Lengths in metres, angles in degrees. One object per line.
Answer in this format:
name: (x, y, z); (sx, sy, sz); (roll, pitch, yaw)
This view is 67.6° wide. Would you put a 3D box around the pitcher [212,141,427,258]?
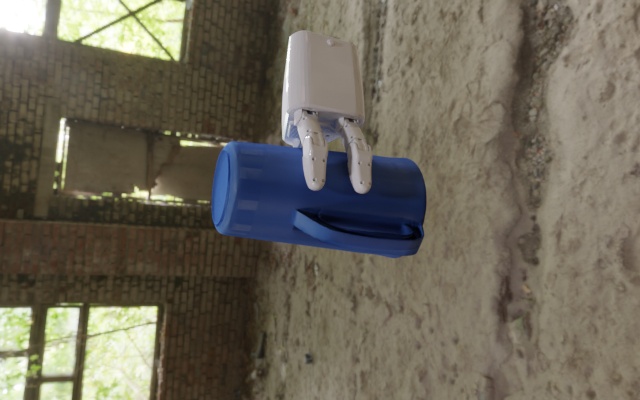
pitcher: (0.000, 0.002, 0.578); (0.243, 0.145, 0.149); (6, -18, -23)
